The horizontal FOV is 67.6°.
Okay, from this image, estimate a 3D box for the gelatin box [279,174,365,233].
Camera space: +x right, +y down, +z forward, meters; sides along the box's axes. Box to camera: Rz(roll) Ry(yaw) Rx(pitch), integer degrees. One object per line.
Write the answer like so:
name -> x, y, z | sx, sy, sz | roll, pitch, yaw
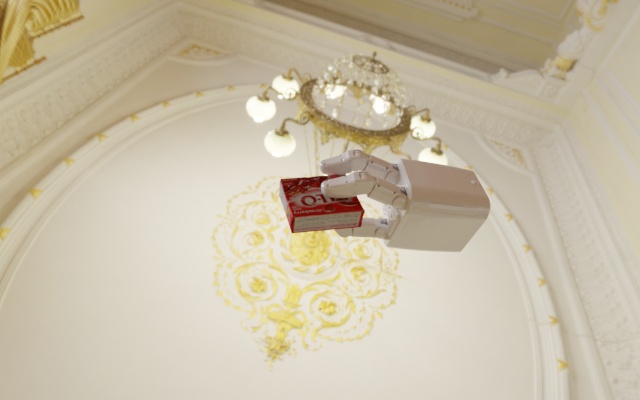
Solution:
gelatin box -> 0.000, 0.002, 0.578 | 0.089, 0.030, 0.073 | -5, 41, -15
